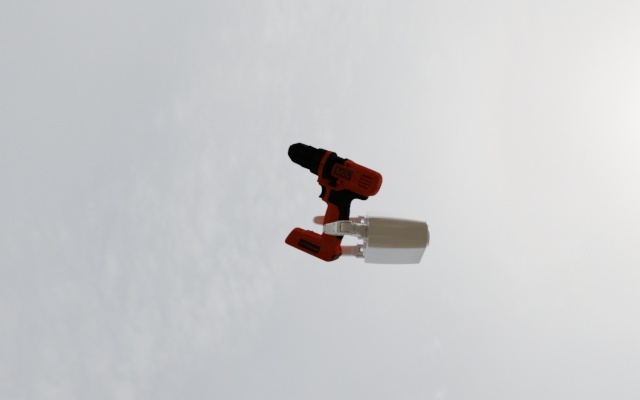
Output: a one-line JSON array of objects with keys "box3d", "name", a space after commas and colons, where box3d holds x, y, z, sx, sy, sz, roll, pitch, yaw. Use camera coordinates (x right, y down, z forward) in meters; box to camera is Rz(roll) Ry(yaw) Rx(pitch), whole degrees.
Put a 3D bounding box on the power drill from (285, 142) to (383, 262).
[{"box3d": [0.000, 0.003, 0.868, 0.184, 0.188, 0.057, 23, 12, 17], "name": "power drill"}]
